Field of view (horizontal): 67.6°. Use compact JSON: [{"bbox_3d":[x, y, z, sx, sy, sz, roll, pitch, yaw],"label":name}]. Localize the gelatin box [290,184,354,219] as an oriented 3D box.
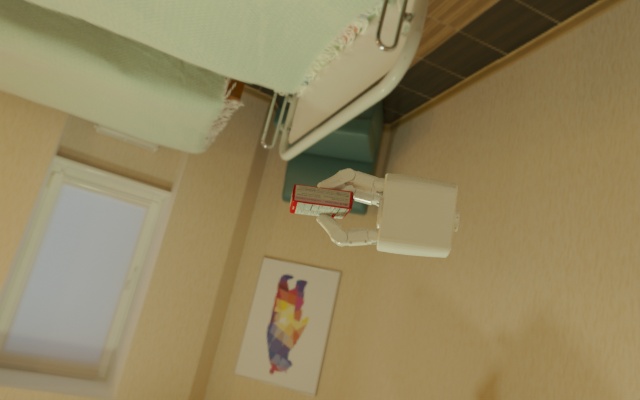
[{"bbox_3d":[0.000,0.003,0.720,0.089,0.030,0.073,7,-15,-5],"label":"gelatin box"}]
